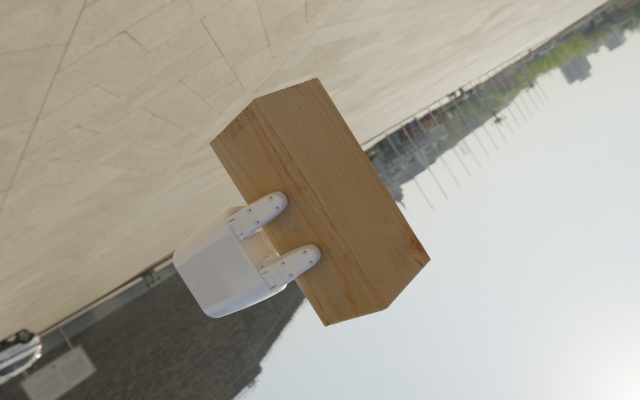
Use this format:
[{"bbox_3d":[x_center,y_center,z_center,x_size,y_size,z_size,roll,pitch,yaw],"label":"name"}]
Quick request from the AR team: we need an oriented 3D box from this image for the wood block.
[{"bbox_3d":[0.000,0.002,0.455,0.090,0.206,0.090,-31,2,45],"label":"wood block"}]
